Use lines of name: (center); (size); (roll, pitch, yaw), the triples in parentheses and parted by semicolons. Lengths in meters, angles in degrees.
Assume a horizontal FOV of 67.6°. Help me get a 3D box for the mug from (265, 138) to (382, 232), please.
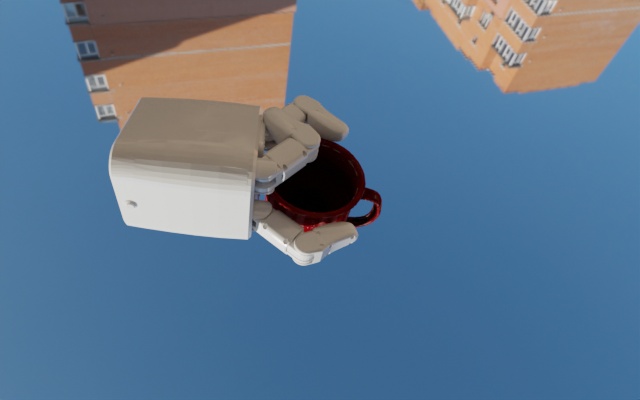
mug: (0.001, 0.002, 0.459); (0.117, 0.093, 0.082); (7, -37, -7)
